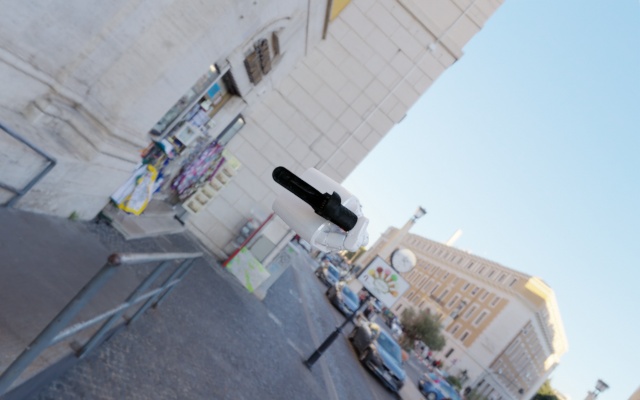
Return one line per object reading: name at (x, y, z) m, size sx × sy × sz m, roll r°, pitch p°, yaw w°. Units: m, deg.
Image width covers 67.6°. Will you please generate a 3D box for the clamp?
clamp at (0.001, 0.002, 0.714) m, size 0.120 × 0.039 × 0.171 m, roll 35°, pitch -7°, yaw 27°
